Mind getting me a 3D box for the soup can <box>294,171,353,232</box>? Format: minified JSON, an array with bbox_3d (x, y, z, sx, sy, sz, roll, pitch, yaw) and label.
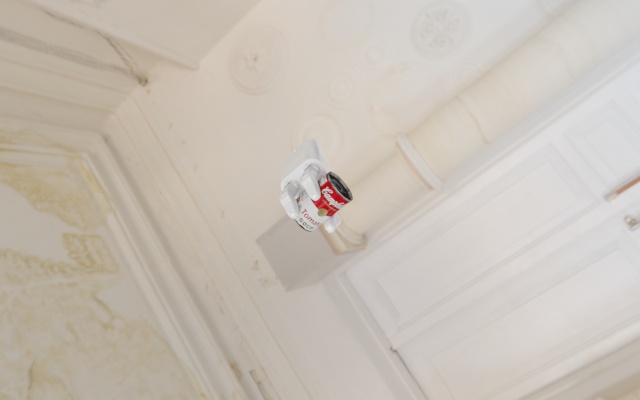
[{"bbox_3d":[0.000,0.003,0.891,0.102,0.068,0.068,-39,-15,19],"label":"soup can"}]
